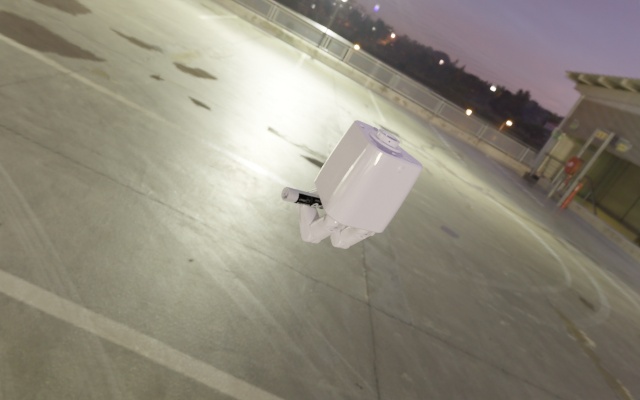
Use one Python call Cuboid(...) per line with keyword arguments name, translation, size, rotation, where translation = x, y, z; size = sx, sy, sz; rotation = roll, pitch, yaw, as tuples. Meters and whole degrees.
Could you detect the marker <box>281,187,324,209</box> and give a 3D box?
Cuboid(name="marker", translation=(0.000, 0.002, 0.654), size=(0.121, 0.020, 0.020), rotation=(14, -9, -39))
